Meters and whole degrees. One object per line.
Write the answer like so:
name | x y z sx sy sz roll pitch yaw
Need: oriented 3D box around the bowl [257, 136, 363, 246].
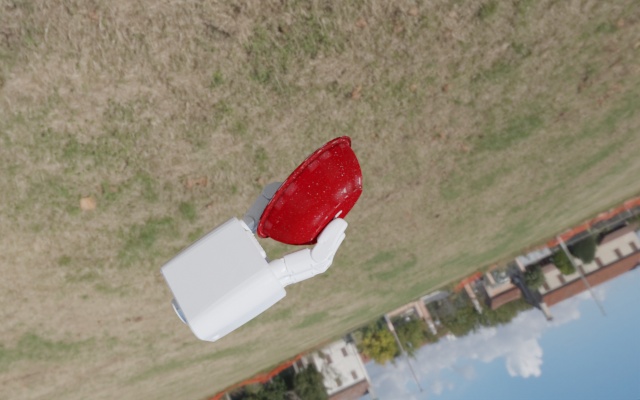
bowl | 0.001 0.001 0.572 0.055 0.162 0.162 42 11 13
